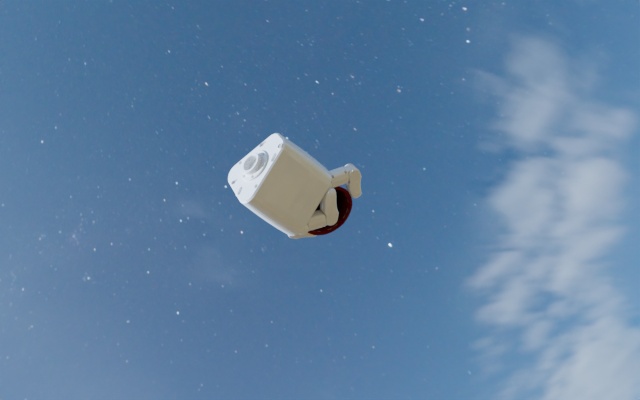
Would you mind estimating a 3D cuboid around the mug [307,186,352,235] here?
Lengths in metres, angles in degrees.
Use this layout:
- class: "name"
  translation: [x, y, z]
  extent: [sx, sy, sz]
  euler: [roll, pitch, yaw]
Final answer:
- class: "mug"
  translation: [0.001, 0.003, 0.799]
  extent: [0.117, 0.093, 0.081]
  euler: [38, 8, -42]
